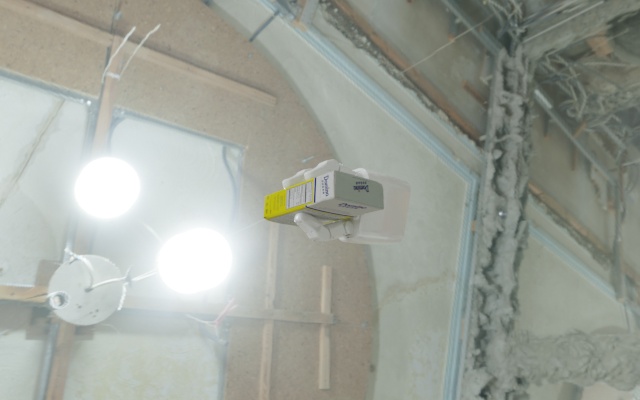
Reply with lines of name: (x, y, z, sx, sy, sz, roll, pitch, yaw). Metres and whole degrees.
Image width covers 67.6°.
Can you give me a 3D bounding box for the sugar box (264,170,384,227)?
sugar box: (0.000, 0.002, 0.708, 0.093, 0.048, 0.176, 13, -21, -37)
